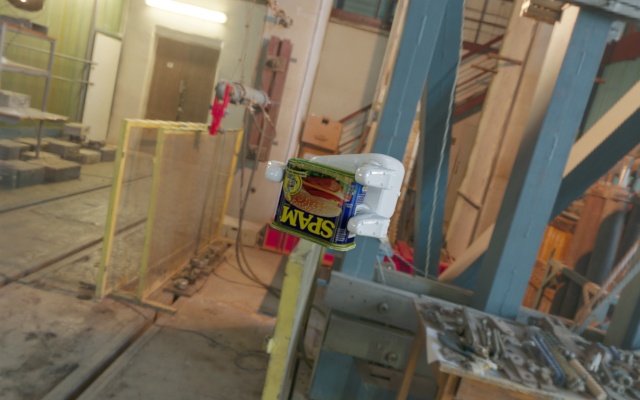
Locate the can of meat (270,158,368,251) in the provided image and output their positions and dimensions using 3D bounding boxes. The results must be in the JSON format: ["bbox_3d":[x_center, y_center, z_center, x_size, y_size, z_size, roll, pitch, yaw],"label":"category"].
[{"bbox_3d":[0.000,0.001,0.558,0.102,0.084,0.057,18,10,24],"label":"can of meat"}]
